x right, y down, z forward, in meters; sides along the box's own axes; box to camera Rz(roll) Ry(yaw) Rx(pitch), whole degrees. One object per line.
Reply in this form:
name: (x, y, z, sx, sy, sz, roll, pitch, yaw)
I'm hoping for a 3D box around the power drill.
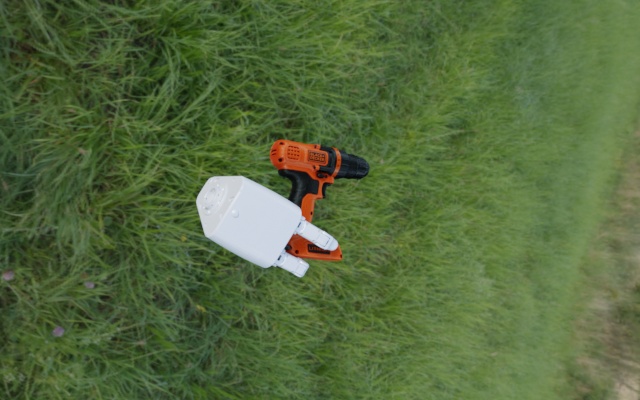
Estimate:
power drill: (0.000, 0.003, 0.778, 0.184, 0.187, 0.057, 8, -11, -30)
